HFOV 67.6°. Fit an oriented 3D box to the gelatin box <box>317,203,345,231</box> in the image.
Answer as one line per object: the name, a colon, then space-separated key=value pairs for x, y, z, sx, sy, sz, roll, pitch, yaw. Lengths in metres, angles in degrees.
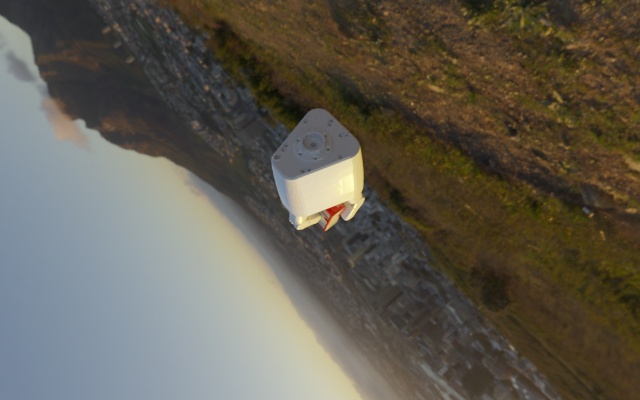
gelatin box: x=0.000 y=0.003 z=0.764 sx=0.030 sy=0.073 sz=0.089 roll=-36 pitch=-11 yaw=-17
